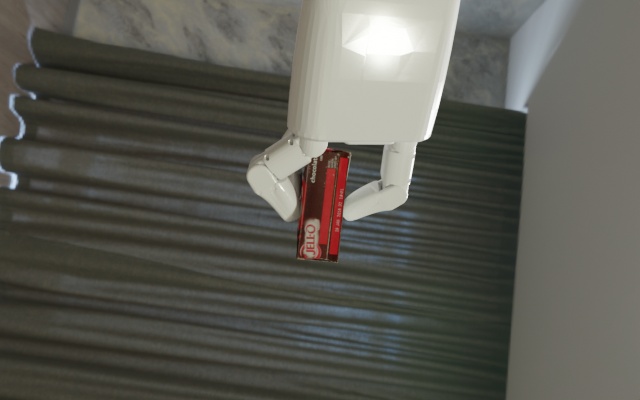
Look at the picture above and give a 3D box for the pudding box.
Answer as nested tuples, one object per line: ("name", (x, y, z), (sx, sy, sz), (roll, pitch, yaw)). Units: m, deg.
("pudding box", (0.000, 0.001, 0.424), (0.039, 0.090, 0.113), (7, 2, -1))
